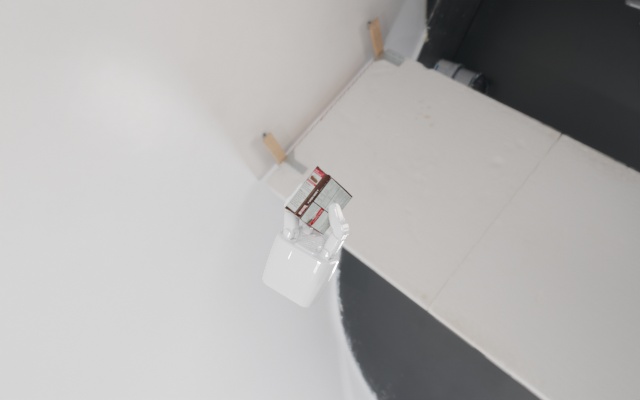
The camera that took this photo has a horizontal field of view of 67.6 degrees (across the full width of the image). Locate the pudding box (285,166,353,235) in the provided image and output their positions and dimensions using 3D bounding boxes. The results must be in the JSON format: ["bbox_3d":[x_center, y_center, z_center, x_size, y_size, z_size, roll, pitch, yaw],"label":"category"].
[{"bbox_3d":[0.000,0.003,0.821,0.039,0.090,0.113,37,-1,27],"label":"pudding box"}]
